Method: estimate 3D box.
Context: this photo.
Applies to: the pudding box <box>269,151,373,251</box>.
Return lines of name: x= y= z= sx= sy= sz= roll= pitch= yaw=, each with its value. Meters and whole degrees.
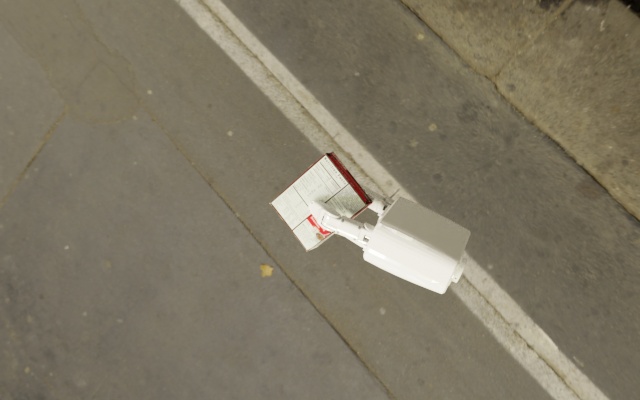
pudding box: x=0.000 y=0.002 z=0.651 sx=0.113 sy=0.090 sz=0.039 roll=-39 pitch=-6 yaw=18
